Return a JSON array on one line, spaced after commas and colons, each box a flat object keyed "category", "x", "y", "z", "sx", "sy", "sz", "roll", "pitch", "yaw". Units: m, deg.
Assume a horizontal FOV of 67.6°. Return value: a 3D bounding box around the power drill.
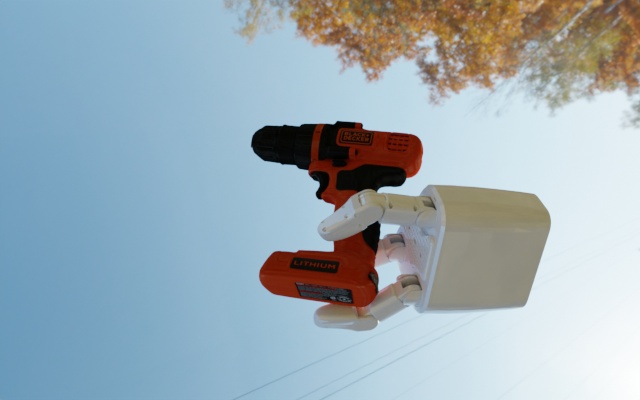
[{"category": "power drill", "x": 0.000, "y": 0.002, "z": 0.469, "sx": 0.184, "sy": 0.187, "sz": 0.057, "roll": 5, "pitch": -30, "yaw": 15}]
